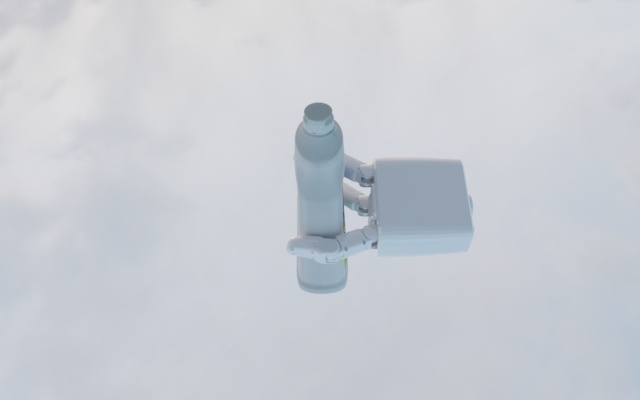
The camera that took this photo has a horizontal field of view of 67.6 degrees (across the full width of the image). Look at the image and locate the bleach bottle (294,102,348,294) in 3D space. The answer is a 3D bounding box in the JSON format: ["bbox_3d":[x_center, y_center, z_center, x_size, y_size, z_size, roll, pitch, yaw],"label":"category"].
[{"bbox_3d":[0.000,0.002,0.552,0.068,0.102,0.251,-1,-41,1],"label":"bleach bottle"}]
